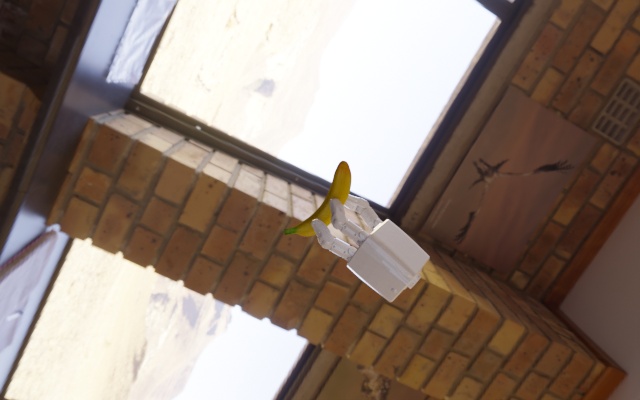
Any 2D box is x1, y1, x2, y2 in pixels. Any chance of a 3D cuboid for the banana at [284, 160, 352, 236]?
[{"bbox_3d":[0.012,0.008,0.898,0.069,0.198,0.037,10,38,-44],"label":"banana"}]
